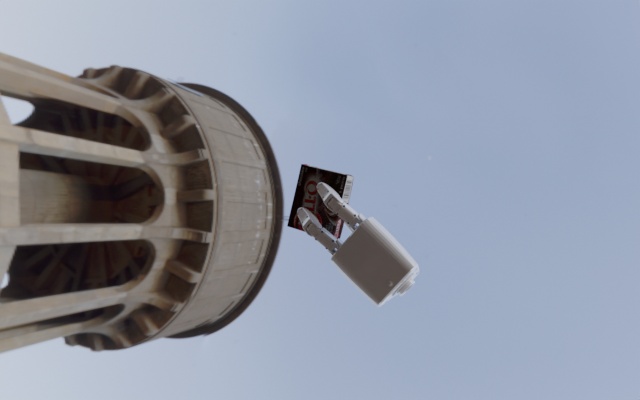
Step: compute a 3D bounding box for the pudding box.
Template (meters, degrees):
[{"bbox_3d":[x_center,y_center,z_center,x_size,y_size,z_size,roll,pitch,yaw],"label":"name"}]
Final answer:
[{"bbox_3d":[0.000,0.003,0.807,0.090,0.113,0.039,15,3,26],"label":"pudding box"}]
